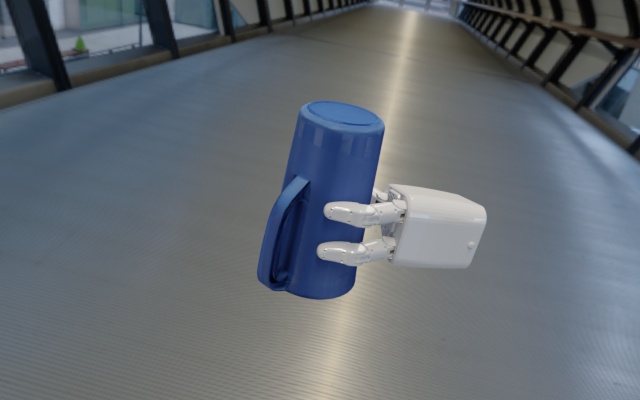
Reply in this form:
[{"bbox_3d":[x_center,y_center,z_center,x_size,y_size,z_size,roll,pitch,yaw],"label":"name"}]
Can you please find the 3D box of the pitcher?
[{"bbox_3d":[0.000,0.002,0.624,0.145,0.243,0.149,7,26,-9],"label":"pitcher"}]
